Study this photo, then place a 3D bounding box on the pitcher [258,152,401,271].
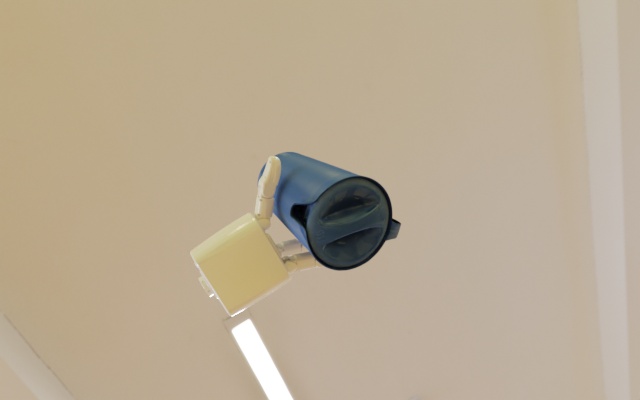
[{"bbox_3d":[0.000,0.002,0.736,0.145,0.149,0.242,-35,29,-13],"label":"pitcher"}]
